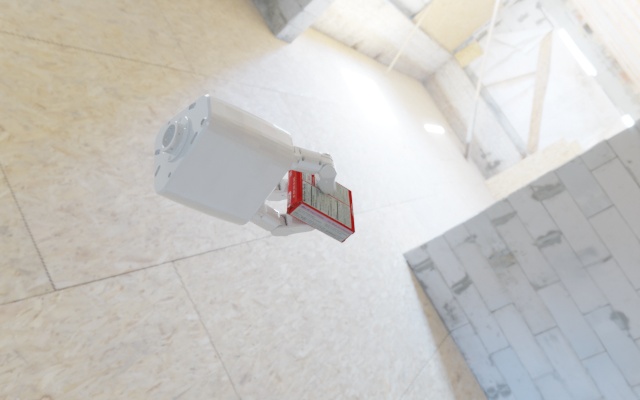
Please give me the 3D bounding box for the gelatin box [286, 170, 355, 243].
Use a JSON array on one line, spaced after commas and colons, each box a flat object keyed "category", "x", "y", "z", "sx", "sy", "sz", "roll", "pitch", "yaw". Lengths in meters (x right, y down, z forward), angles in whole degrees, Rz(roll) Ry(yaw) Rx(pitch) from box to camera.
[{"category": "gelatin box", "x": 0.001, "y": 0.002, "z": 0.591, "sx": 0.089, "sy": 0.073, "sz": 0.030, "roll": 29, "pitch": -53, "yaw": -27}]
